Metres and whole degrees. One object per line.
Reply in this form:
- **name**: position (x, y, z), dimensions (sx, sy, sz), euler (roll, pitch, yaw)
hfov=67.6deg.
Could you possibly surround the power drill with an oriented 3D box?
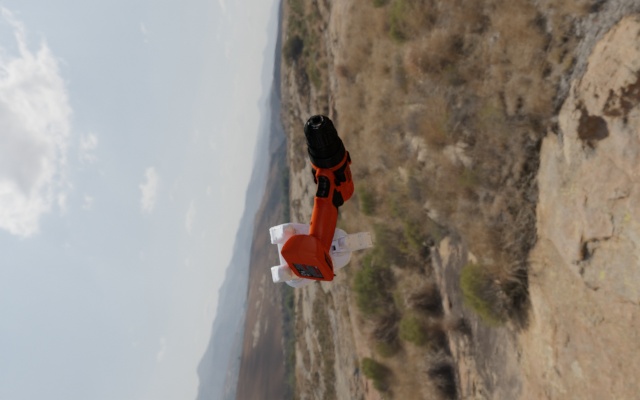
- **power drill**: position (0.000, 0.003, 0.650), dimensions (0.057, 0.187, 0.184), euler (6, -28, 19)
